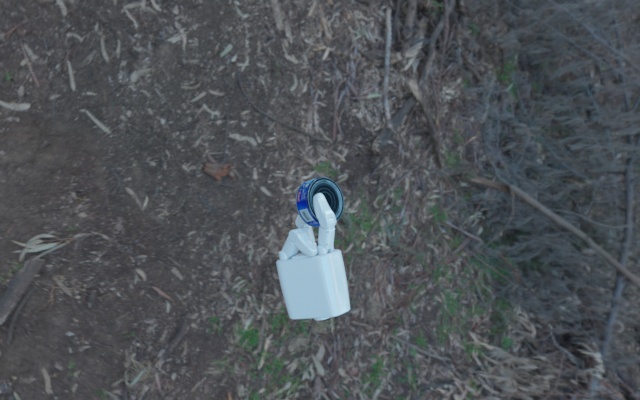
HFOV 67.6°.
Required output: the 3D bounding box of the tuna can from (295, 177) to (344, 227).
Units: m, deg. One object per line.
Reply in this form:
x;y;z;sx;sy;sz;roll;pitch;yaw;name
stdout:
0.000;0.003;0.834;0.086;0.086;0.034;0;-10;-40;tuna can
